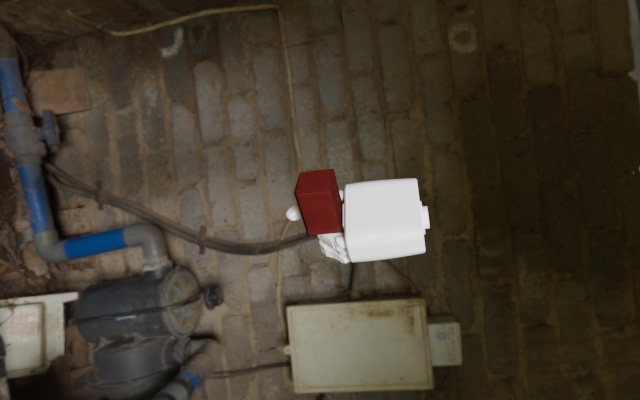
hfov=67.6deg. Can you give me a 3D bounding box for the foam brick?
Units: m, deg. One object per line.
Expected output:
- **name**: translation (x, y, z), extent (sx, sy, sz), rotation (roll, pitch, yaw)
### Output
- **foam brick**: translation (0.000, 0.002, 0.669), extent (0.051, 0.078, 0.053), rotation (-6, 37, 13)
